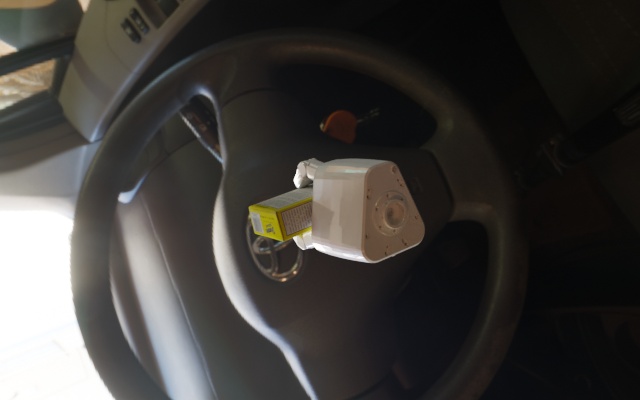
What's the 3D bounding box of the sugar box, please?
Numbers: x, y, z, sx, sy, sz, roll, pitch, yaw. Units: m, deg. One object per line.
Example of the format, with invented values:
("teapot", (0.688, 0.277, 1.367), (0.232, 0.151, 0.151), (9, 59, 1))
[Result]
("sugar box", (0.000, 0.003, 0.651), (0.176, 0.048, 0.093), (-18, 13, -28))
